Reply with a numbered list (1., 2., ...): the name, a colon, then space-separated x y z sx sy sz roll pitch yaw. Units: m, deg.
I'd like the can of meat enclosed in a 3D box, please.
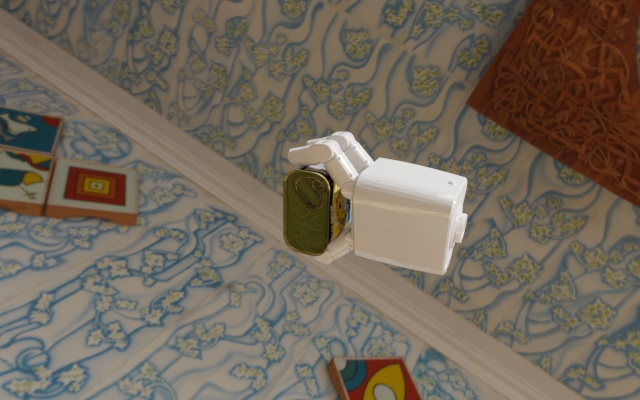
1. can of meat: 0.000 0.002 0.572 0.057 0.102 0.084 11 24 22
